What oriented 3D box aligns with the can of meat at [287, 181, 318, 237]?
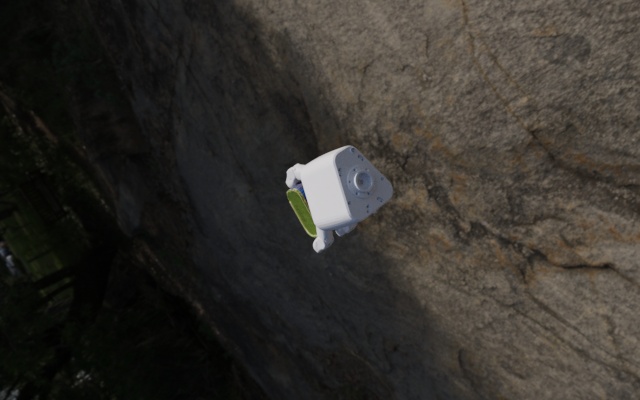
[{"bbox_3d":[0.000,0.003,0.840,0.084,0.102,0.057,-35,12,-28],"label":"can of meat"}]
